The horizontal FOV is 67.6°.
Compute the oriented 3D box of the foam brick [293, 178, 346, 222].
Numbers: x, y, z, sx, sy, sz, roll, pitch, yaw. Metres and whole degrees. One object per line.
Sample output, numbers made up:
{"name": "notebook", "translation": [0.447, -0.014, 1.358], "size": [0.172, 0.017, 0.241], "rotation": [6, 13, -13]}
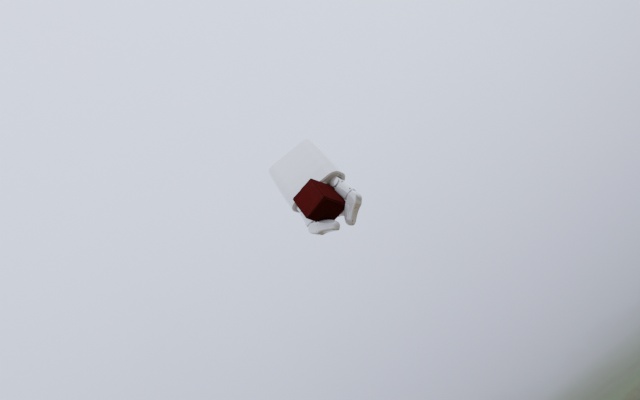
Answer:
{"name": "foam brick", "translation": [0.000, 0.003, 0.848], "size": [0.078, 0.053, 0.051], "rotation": [18, 30, -54]}
